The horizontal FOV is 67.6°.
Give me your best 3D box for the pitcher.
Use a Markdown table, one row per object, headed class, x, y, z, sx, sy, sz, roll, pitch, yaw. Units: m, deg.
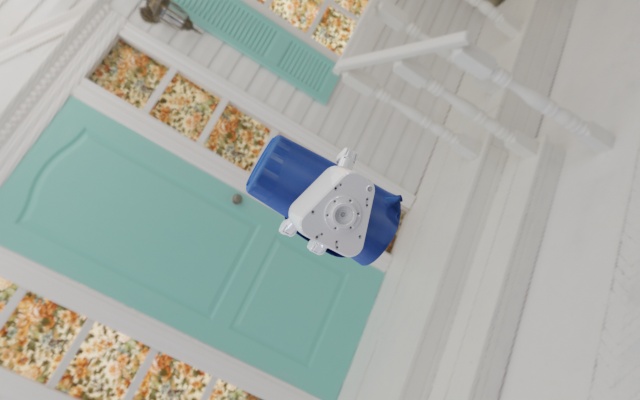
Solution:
| class | x | y | z | sx | sy | sz | roll | pitch | yaw |
| --- | --- | --- | --- | --- | --- | --- | --- | --- | --- |
| pitcher | 0.000 | 0.003 | 0.794 | 0.243 | 0.149 | 0.145 | 30 | 0 | -12 |
